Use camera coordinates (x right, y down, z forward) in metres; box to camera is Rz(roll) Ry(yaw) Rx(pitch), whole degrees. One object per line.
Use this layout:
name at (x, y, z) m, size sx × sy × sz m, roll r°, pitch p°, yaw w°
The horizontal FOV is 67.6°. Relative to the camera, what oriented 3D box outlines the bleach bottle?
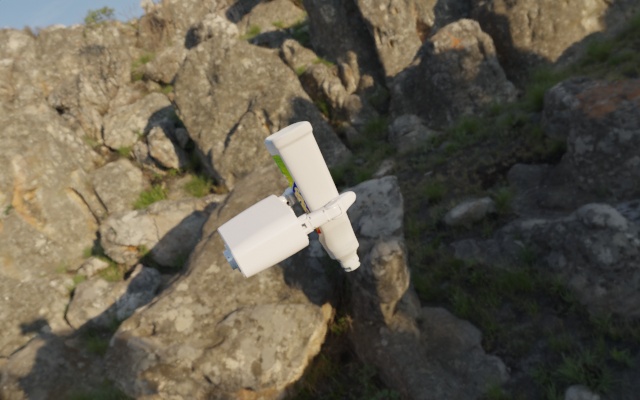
bleach bottle at (0.000, 0.002, 0.754) m, size 0.068 × 0.251 × 0.102 m, roll -30°, pitch 14°, yaw -11°
